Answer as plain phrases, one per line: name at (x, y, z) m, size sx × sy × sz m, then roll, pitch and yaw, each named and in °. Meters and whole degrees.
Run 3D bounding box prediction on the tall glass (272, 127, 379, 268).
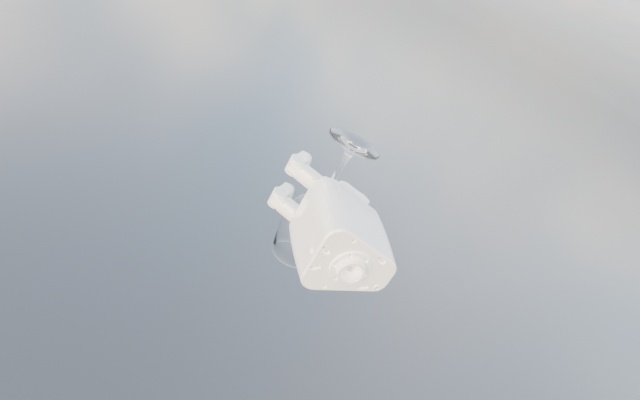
tall glass at (0.000, 0.002, 0.666) m, size 0.079 × 0.201 × 0.079 m, roll 24°, pitch 27°, yaw -13°
